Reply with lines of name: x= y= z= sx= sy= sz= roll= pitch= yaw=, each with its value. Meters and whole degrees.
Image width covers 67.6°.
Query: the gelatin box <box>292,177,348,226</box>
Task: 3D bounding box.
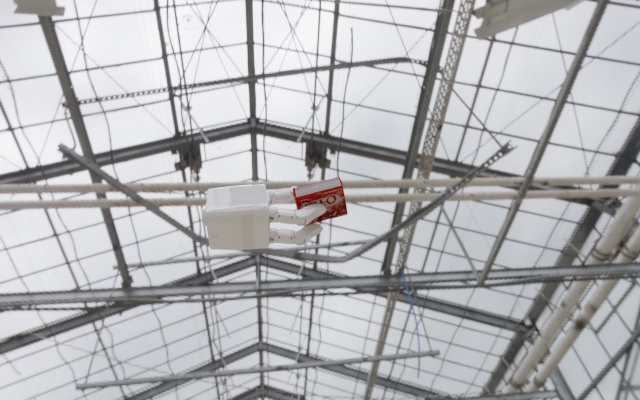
gelatin box: x=0.000 y=0.002 z=0.858 sx=0.089 sy=0.073 sz=0.030 roll=-14 pitch=43 yaw=-2
